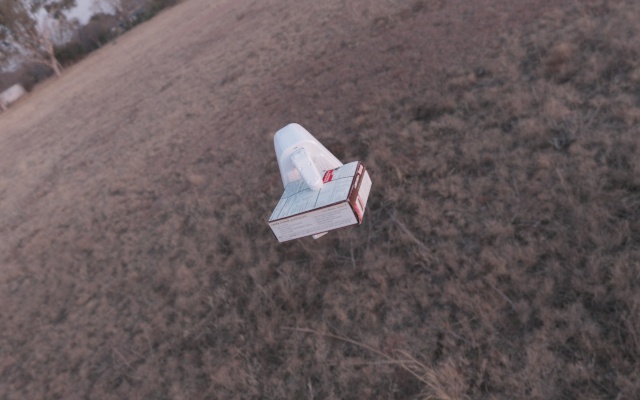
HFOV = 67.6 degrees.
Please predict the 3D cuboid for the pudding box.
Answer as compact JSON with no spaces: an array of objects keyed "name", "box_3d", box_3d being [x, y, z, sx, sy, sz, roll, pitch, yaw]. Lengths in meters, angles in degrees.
[{"name":"pudding box","box_3d":[0.000,0.002,0.582,0.113,0.039,0.090,-17,29,26]}]
